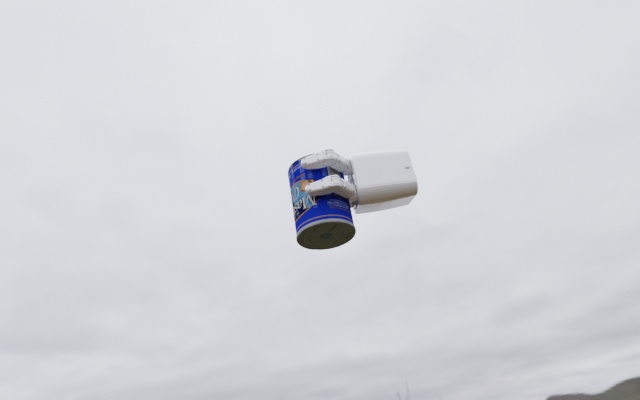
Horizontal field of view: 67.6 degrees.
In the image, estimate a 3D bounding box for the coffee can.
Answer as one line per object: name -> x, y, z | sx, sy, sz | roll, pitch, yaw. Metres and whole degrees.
coffee can -> 0.000, 0.003, 0.847 | 0.103, 0.140, 0.103 | -7, -31, -4
